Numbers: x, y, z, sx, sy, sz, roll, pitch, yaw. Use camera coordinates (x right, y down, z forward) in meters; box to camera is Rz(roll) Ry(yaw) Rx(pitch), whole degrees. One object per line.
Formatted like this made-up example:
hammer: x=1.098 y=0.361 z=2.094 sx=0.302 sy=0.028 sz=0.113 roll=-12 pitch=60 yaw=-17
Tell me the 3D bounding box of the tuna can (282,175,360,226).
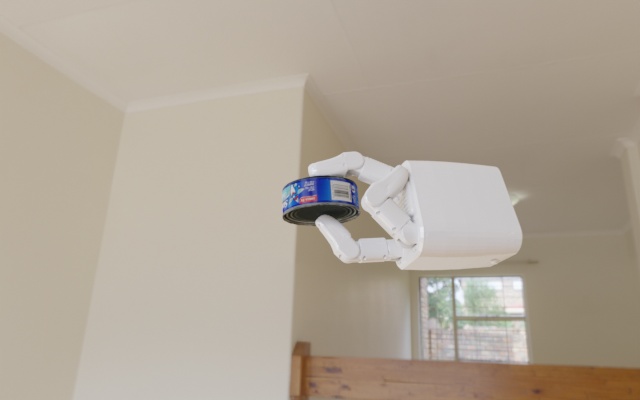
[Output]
tuna can: x=0.000 y=0.001 z=0.529 sx=0.086 sy=0.033 sz=0.086 roll=-3 pitch=-17 yaw=-1
